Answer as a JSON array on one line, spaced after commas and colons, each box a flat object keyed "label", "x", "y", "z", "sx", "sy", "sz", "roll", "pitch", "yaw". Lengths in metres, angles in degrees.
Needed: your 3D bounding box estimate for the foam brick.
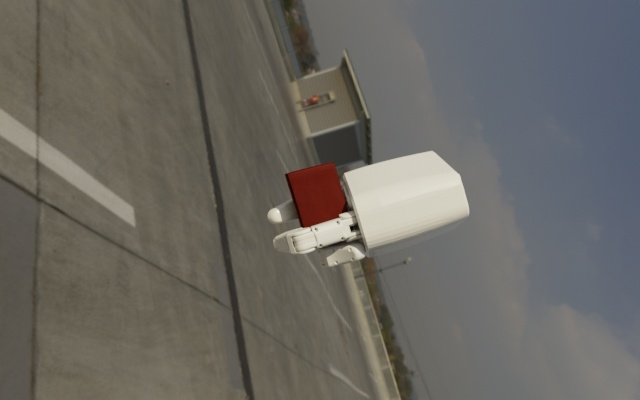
[{"label": "foam brick", "x": 0.000, "y": 0.001, "z": 0.501, "sx": 0.051, "sy": 0.078, "sz": 0.053, "roll": -17, "pitch": 4, "yaw": 3}]
